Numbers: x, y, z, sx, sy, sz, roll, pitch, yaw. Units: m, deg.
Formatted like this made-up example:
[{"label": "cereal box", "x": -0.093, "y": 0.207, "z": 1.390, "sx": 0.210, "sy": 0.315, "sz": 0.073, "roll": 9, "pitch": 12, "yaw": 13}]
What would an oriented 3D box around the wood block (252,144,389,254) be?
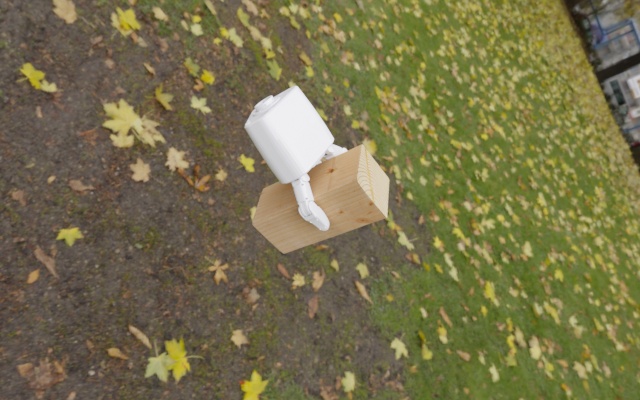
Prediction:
[{"label": "wood block", "x": 0.000, "y": 0.002, "z": 0.788, "sx": 0.206, "sy": 0.090, "sz": 0.090, "roll": -22, "pitch": -53, "yaw": 30}]
